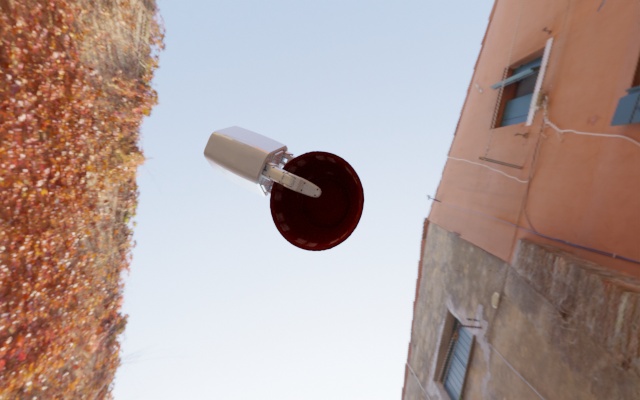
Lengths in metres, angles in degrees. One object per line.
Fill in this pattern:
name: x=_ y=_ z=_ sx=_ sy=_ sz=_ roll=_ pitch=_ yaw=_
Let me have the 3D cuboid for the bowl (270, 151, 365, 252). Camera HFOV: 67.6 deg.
bowl: x=0.001 y=0.003 z=0.785 sx=0.162 sy=0.162 sz=0.055 roll=0 pitch=-5 yaw=20
